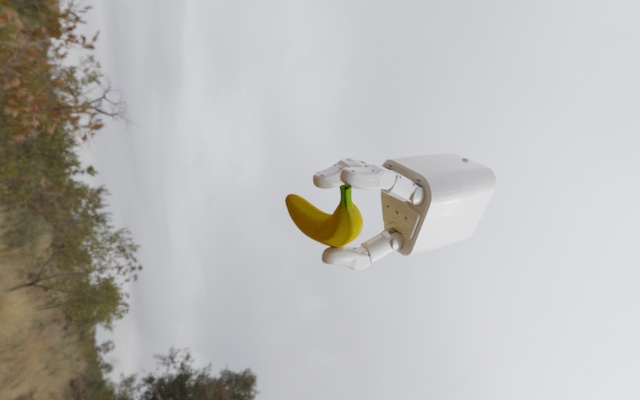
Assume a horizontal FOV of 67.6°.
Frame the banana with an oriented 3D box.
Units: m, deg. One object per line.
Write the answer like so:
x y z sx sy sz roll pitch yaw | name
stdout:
0.004 0.020 0.565 0.037 0.069 0.198 -9 1 -23 | banana
